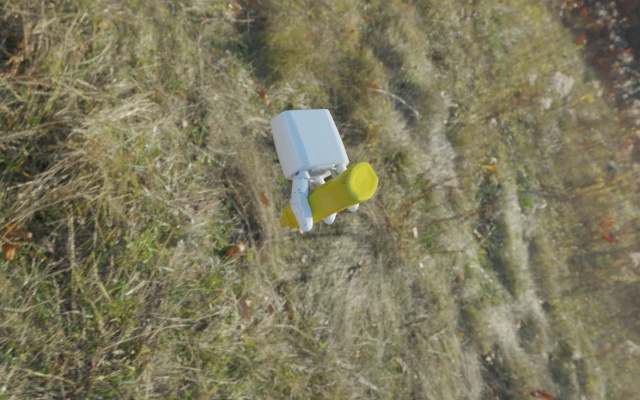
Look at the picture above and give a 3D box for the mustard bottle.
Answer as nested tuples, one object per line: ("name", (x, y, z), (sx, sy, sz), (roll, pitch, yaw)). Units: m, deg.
("mustard bottle", (0.000, 0.003, 0.804), (0.192, 0.058, 0.096), (-27, 11, 36))
